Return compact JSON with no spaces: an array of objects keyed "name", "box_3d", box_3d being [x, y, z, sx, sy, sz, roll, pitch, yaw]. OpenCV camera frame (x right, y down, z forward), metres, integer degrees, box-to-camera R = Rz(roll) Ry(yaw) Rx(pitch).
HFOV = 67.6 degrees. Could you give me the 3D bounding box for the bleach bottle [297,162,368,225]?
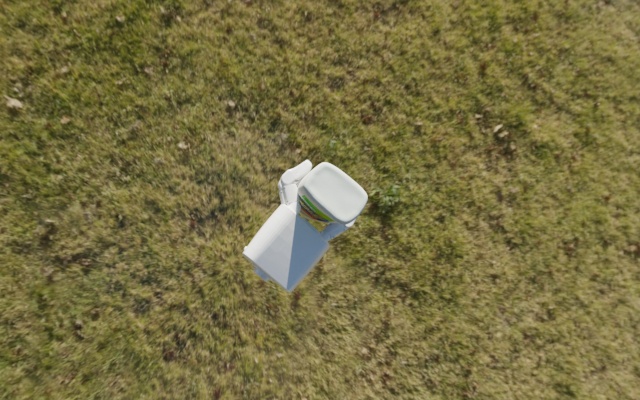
[{"name":"bleach bottle","box_3d":[0.000,0.003,0.842,0.102,0.068,0.251,40,-12,-3]}]
